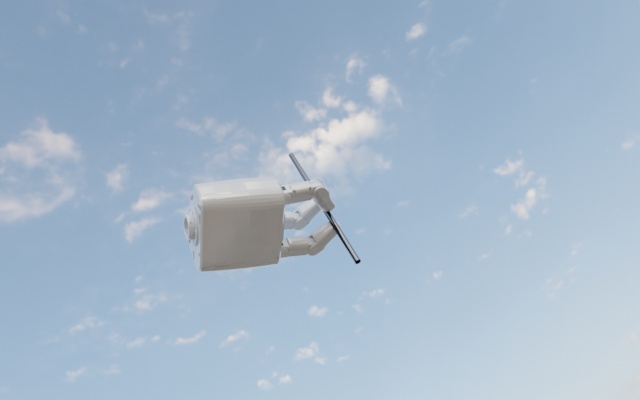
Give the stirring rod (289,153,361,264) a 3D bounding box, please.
[{"bbox_3d":[0.000,0.002,0.683,0.011,0.011,0.239,0,39,-30],"label":"stirring rod"}]
